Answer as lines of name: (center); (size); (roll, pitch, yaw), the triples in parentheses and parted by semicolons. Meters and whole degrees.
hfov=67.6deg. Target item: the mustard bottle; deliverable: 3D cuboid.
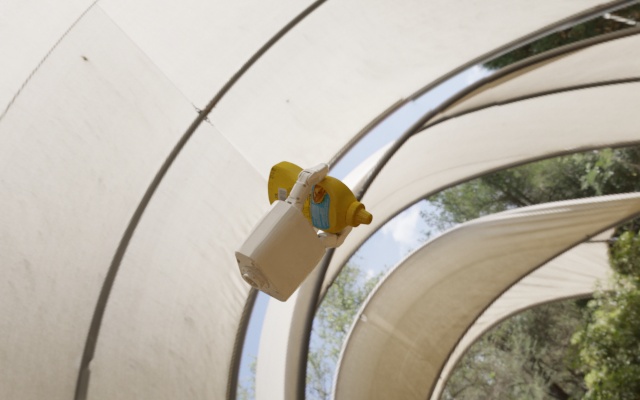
mustard bottle: (0.000, 0.002, 0.787); (0.191, 0.096, 0.058); (20, 33, 32)
